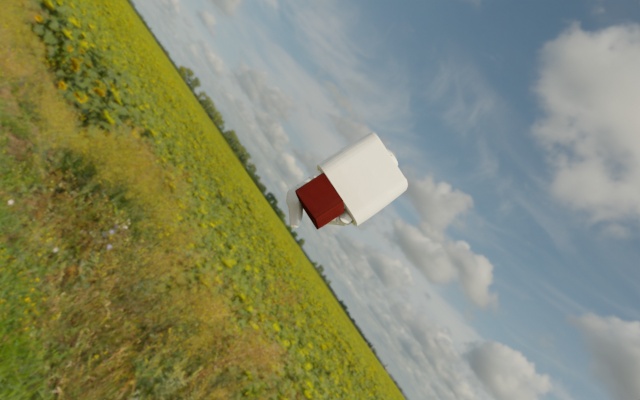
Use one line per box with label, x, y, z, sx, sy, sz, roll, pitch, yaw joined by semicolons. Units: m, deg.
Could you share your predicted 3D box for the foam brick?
foam brick;0.000;0.002;0.712;0.051;0.053;0.078;-32;-14;-5
